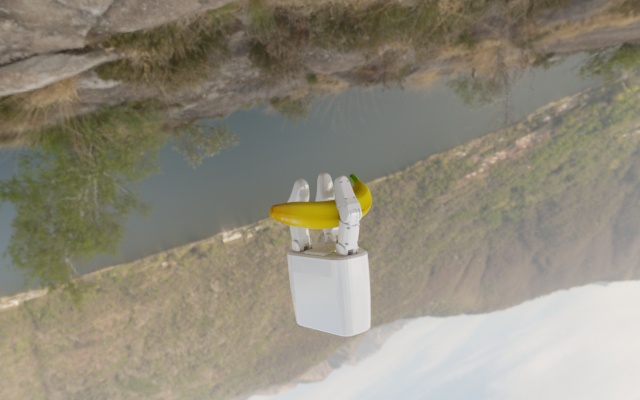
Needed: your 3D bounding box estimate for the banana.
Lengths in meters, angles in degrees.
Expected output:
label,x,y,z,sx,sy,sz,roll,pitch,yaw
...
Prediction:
label,x,y,z,sx,sy,sz,roll,pitch,yaw
banana,0.017,0.008,0.641,0.069,0.037,0.197,25,26,28
